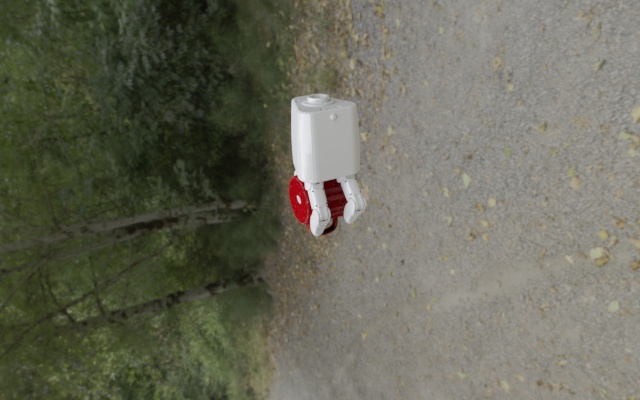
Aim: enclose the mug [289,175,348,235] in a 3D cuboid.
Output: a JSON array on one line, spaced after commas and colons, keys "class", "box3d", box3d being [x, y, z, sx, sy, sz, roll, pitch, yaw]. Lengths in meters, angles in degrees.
[{"class": "mug", "box3d": [0.000, 0.004, 0.782, 0.081, 0.117, 0.093, -13, 26, -23]}]
